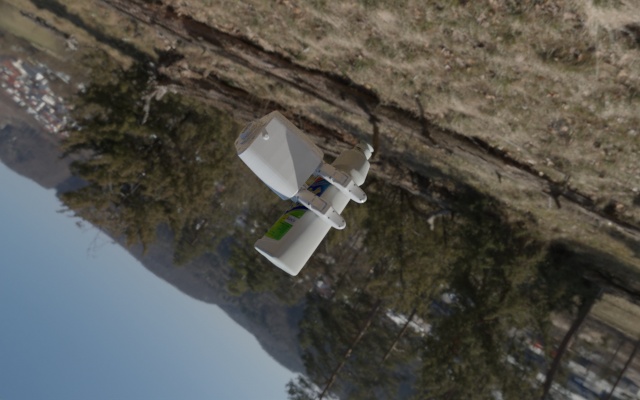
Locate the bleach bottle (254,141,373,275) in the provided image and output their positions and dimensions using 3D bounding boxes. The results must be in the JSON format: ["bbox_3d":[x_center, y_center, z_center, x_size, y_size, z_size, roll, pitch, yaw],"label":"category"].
[{"bbox_3d":[0.000,0.003,0.799,0.068,0.251,0.102,43,-14,-23],"label":"bleach bottle"}]
